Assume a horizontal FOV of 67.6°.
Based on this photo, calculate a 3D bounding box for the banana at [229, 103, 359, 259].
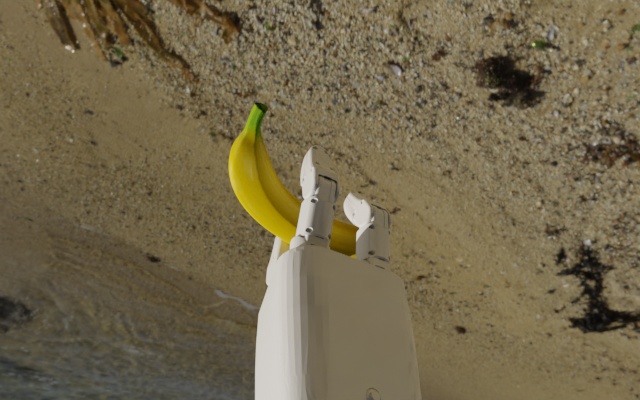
[{"bbox_3d":[-0.017,0.008,0.413,0.069,0.037,0.198,-28,-50,18],"label":"banana"}]
